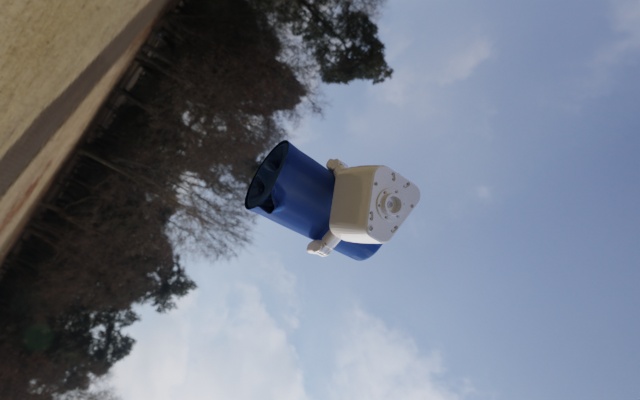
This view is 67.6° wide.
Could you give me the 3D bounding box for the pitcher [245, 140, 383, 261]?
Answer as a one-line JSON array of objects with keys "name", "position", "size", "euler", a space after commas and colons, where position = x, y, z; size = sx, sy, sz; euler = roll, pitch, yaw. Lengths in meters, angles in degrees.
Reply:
[{"name": "pitcher", "position": [0.000, 0.003, 0.846], "size": [0.243, 0.149, 0.145], "euler": [31, -15, -23]}]
